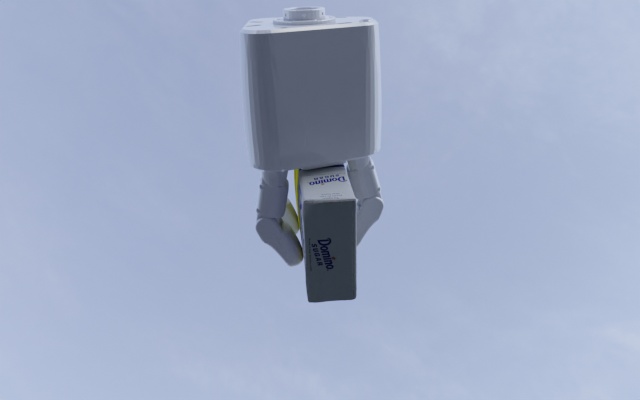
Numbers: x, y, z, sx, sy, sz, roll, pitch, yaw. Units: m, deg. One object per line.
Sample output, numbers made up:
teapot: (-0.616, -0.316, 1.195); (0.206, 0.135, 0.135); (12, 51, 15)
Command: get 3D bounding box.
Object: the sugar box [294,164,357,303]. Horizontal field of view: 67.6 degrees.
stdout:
sugar box: (0.000, 0.001, 0.435); (0.048, 0.093, 0.176); (-3, 26, -1)
